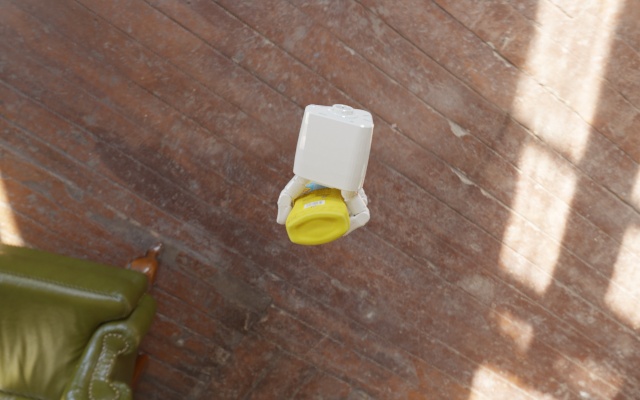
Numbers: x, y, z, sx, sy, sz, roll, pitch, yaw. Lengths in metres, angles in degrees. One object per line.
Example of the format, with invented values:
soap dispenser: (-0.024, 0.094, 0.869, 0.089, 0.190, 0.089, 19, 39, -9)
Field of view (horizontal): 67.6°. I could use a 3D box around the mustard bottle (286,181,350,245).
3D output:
mustard bottle: (0.000, 0.003, 0.801, 0.096, 0.058, 0.191, -14, 24, 9)
